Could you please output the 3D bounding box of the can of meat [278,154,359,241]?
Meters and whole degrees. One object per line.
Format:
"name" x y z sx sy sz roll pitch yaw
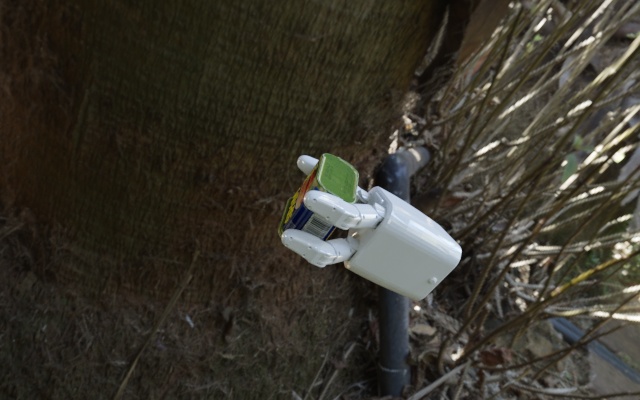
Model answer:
"can of meat" 0.000 0.002 0.564 0.057 0.084 0.102 31 28 -10
